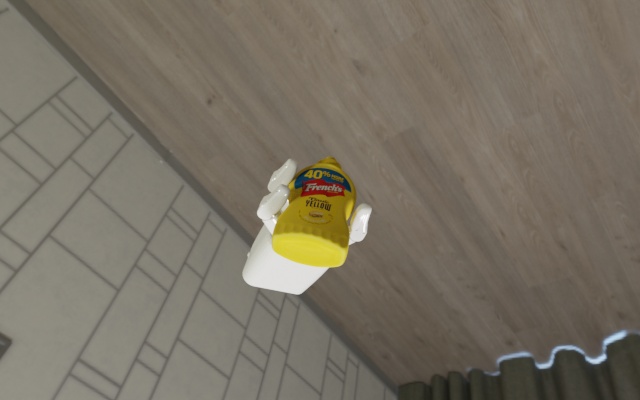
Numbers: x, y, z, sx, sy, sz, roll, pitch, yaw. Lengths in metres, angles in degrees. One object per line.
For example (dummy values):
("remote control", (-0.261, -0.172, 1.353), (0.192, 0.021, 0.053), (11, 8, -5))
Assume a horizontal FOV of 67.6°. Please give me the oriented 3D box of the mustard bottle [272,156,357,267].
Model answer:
("mustard bottle", (0.000, 0.002, 0.657), (0.096, 0.058, 0.191), (11, 42, 3))
